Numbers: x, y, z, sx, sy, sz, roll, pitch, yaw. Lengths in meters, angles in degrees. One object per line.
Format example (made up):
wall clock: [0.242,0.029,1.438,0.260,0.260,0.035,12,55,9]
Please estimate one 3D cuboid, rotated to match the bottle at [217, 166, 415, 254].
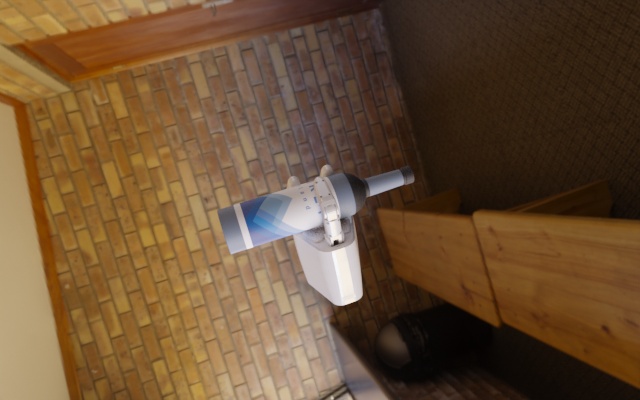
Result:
bottle: [0.000,0.002,0.708,0.295,0.069,0.069,-17,3,-10]
